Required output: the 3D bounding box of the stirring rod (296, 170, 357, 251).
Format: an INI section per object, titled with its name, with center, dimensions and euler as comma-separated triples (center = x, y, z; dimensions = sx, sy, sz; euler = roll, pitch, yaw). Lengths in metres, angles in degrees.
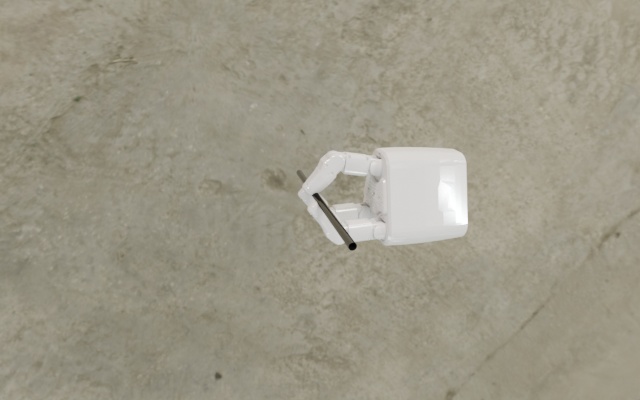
[stirring rod]
center = 0.000, 0.002, 0.537
dimensions = 0.011, 0.011, 0.239
euler = 0, 19, -15
